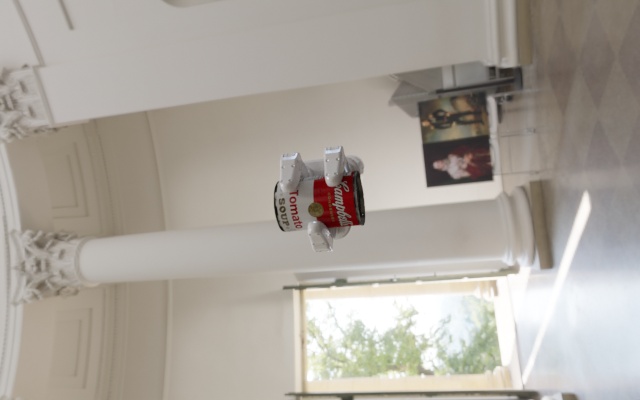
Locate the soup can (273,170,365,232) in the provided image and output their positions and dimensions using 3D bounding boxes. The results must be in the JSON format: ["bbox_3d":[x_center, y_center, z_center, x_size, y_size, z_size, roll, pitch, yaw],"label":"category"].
[{"bbox_3d":[0.000,0.002,0.592,0.102,0.068,0.068,-6,-1,12],"label":"soup can"}]
